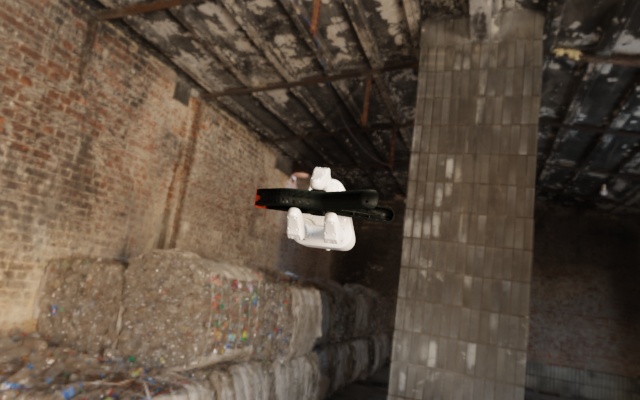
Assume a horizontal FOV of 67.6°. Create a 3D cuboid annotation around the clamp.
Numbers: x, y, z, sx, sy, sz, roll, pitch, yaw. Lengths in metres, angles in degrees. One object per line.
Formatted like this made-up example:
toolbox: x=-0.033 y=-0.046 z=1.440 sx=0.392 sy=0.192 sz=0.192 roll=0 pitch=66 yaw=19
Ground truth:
clamp: x=0.000 y=0.001 z=0.690 sx=0.210 sy=0.036 sz=0.164 roll=6 pitch=-9 yaw=10
